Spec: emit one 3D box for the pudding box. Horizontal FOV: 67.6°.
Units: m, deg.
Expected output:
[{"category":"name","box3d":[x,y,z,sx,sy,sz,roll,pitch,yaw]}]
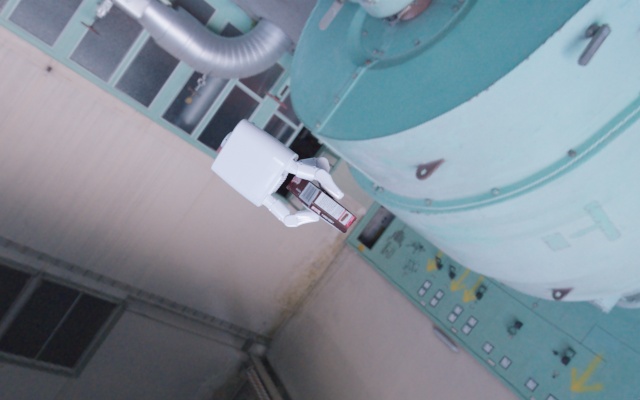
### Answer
[{"category":"pudding box","box3d":[0.000,0.003,0.816,0.090,0.039,0.113,36,4,-29]}]
